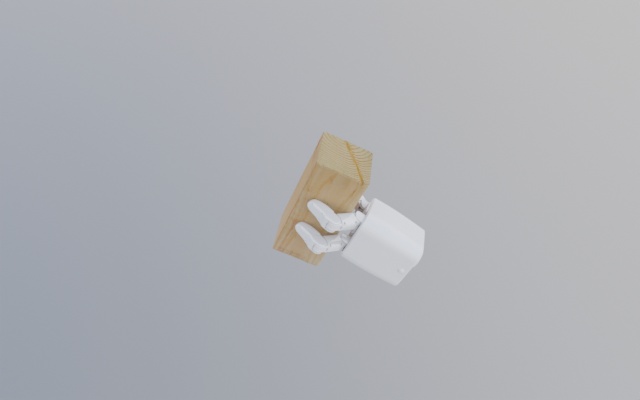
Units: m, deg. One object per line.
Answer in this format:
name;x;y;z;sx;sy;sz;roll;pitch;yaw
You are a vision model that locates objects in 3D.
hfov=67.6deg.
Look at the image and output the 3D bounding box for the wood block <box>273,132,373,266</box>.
wood block;0.001;0.002;0.801;0.090;0.206;0.090;23;40;-8
